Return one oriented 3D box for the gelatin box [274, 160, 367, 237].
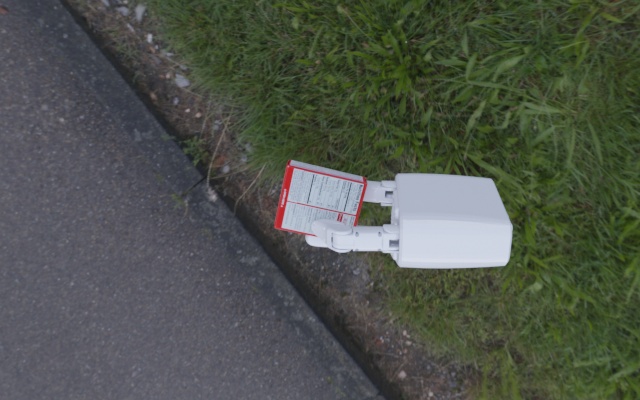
[{"bbox_3d":[0.000,0.002,0.521,0.089,0.073,0.030,12,18,-3],"label":"gelatin box"}]
